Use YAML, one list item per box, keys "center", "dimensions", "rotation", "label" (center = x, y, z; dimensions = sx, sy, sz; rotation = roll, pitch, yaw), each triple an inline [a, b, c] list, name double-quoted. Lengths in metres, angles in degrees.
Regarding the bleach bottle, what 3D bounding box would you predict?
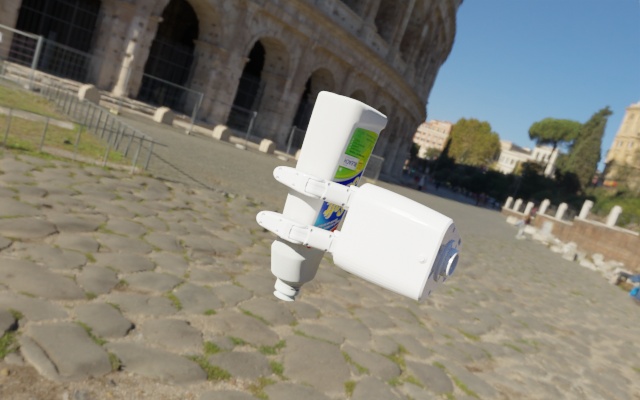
- center: [0.000, 0.002, 0.585]
  dimensions: [0.068, 0.251, 0.102]
  rotation: [23, 8, 29]
  label: "bleach bottle"
